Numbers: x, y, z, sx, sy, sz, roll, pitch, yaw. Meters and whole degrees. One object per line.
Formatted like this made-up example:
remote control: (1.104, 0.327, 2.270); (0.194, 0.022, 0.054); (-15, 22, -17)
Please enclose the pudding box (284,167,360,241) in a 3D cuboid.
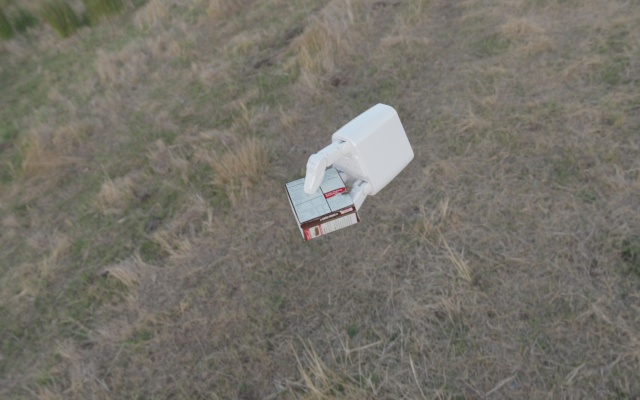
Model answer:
pudding box: (0.000, 0.002, 0.737); (0.090, 0.039, 0.113); (-20, 37, -3)
